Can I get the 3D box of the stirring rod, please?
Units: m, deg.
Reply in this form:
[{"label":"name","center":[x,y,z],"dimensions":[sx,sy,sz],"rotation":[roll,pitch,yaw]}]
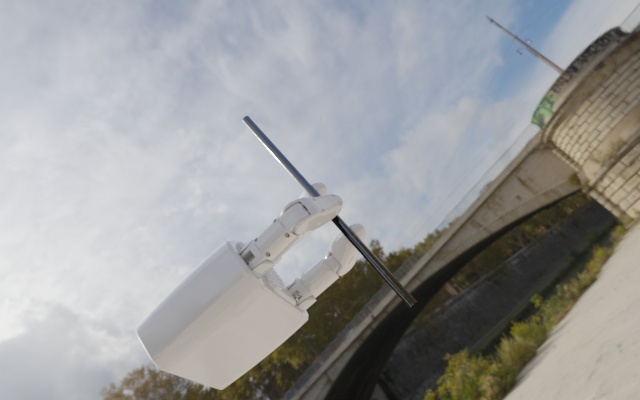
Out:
[{"label":"stirring rod","center":[0.000,0.001,0.426],"dimensions":[0.239,0.011,0.011],"rotation":[48,23,23]}]
